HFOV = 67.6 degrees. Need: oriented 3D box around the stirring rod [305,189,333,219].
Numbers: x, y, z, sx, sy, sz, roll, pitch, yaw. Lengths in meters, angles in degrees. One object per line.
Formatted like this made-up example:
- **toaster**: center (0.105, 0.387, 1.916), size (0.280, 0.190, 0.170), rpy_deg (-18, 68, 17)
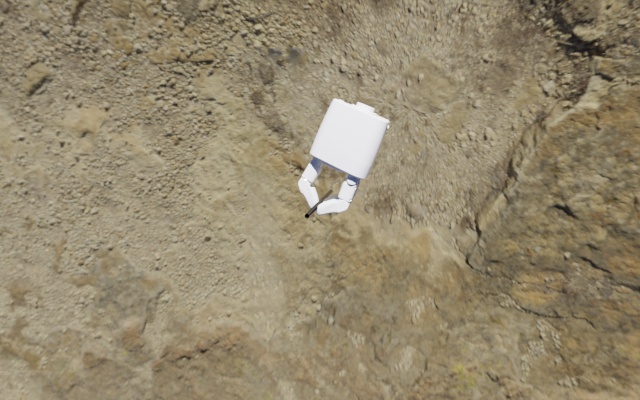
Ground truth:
- **stirring rod**: center (0.000, 0.003, 0.876), size (0.011, 0.011, 0.239), rpy_deg (0, 11, 11)
